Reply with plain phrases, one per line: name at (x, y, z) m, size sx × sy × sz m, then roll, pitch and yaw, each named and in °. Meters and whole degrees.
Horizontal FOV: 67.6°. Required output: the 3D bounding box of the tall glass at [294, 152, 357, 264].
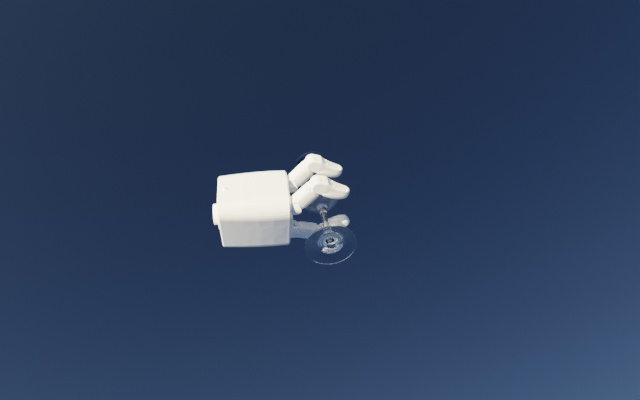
tall glass at (0.000, 0.003, 0.748) m, size 0.079 × 0.079 × 0.200 m, roll 0°, pitch 38°, yaw -10°
